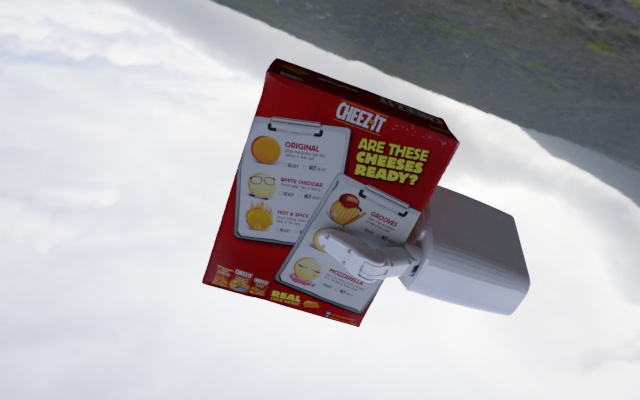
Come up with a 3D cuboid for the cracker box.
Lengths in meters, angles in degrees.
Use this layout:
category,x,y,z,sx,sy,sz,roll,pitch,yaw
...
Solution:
category,x,y,z,sx,sy,sz,roll,pitch,yaw
cracker box,0.000,0.002,0.442,0.164,0.214,0.072,18,26,-9
